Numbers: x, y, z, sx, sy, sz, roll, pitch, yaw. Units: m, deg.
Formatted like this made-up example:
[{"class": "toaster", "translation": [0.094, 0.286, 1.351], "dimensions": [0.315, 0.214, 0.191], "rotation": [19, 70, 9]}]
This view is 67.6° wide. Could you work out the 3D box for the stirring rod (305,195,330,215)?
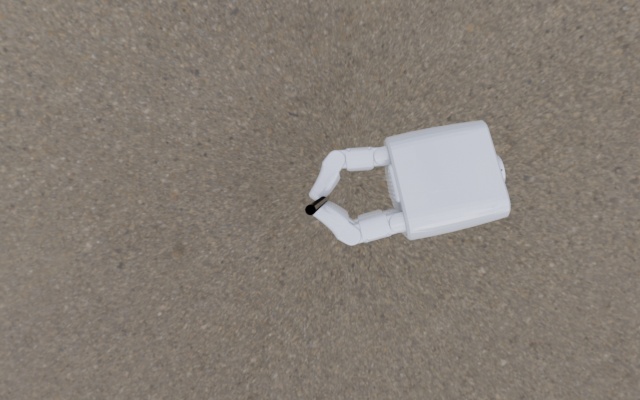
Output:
[{"class": "stirring rod", "translation": [0.000, 0.001, 0.467], "dimensions": [0.011, 0.011, 0.239], "rotation": [0, 3, 4]}]
